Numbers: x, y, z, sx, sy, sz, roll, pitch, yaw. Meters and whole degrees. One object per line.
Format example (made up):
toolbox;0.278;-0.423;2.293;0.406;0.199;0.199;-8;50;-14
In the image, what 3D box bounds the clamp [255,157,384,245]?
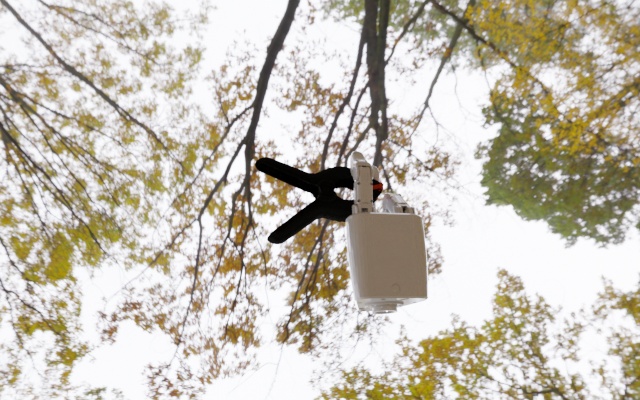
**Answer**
clamp;0.000;0.002;0.621;0.171;0.120;0.039;2;-21;-10
